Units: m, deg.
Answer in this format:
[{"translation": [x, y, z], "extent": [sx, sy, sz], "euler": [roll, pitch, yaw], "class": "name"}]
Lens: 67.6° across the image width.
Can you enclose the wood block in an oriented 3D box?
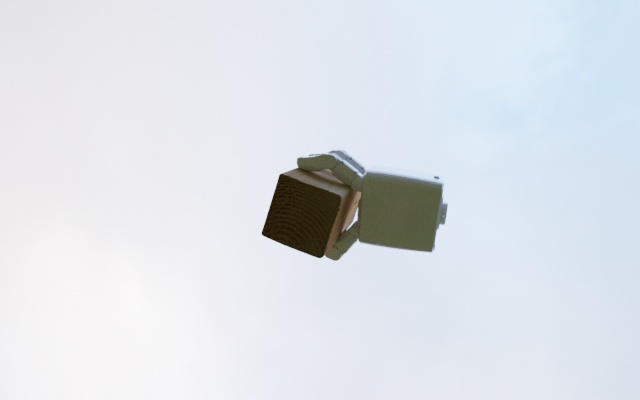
[{"translation": [0.000, 0.003, 0.706], "extent": [0.090, 0.091, 0.206], "euler": [20, 14, 11], "class": "wood block"}]
